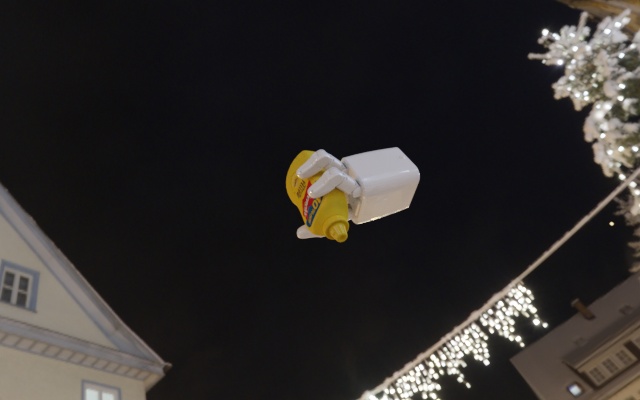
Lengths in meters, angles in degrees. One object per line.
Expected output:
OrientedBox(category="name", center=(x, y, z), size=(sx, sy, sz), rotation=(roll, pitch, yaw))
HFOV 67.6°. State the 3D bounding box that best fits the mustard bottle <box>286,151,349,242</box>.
OrientedBox(category="mustard bottle", center=(0.000, 0.002, 0.799), size=(0.058, 0.096, 0.191), rotation=(7, 32, -30))
